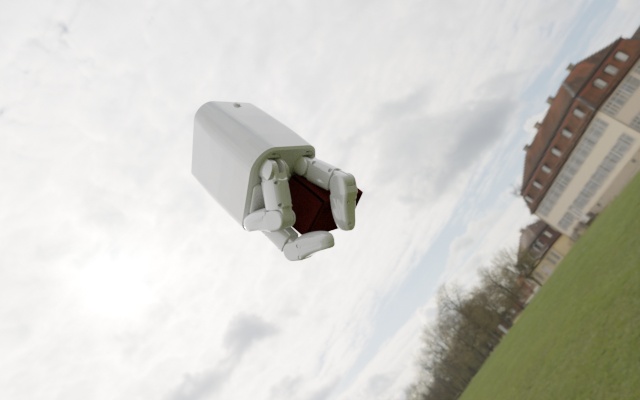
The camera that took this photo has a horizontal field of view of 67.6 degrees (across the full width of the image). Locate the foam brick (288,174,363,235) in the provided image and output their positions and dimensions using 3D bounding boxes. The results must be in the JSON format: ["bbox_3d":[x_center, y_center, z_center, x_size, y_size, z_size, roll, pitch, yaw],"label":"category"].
[{"bbox_3d":[0.000,0.002,0.537,0.051,0.053,0.078,39,28,26],"label":"foam brick"}]
